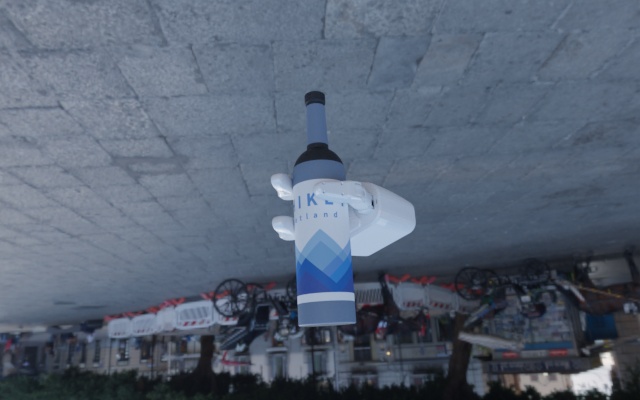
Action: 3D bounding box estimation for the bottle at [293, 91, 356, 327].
[{"bbox_3d":[0.000,0.002,0.590,0.069,0.295,0.069,-3,-17,-1],"label":"bottle"}]
